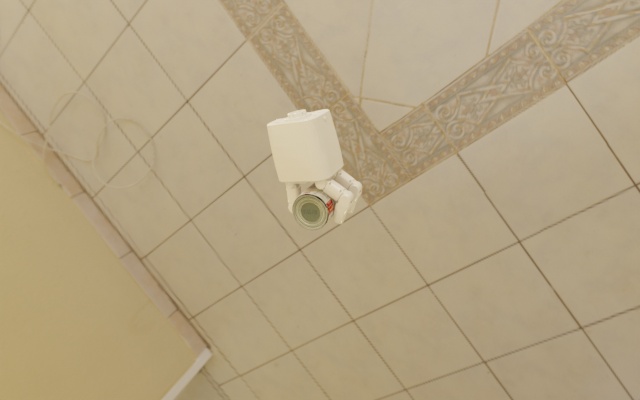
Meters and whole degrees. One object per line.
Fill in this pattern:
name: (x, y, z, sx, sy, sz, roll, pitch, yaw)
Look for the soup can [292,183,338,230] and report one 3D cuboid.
soup can: (0.000, 0.003, 0.846, 0.068, 0.068, 0.102, 0, 21, 22)
